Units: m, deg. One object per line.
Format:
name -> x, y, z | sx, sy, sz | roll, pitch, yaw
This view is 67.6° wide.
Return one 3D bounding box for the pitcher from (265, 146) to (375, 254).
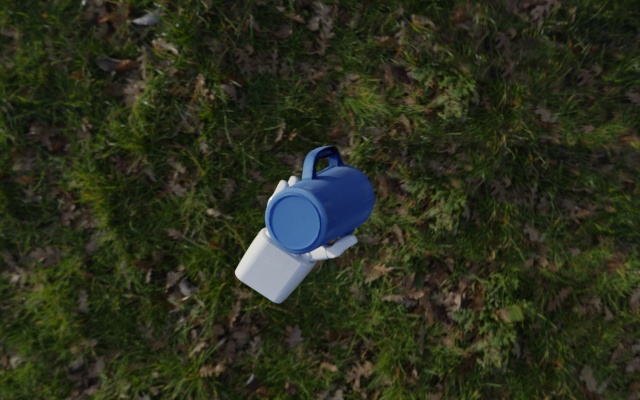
pitcher -> 0.000, 0.003, 0.846 | 0.149, 0.145, 0.243 | 42, 21, 10
